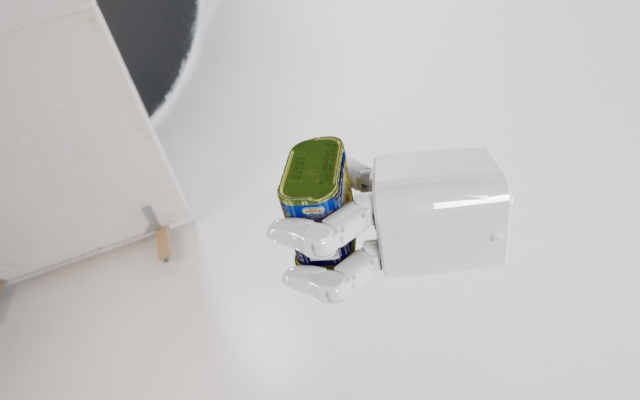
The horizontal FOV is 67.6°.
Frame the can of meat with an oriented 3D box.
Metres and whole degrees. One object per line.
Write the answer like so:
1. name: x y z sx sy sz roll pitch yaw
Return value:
1. can of meat: 0.000 0.001 0.442 0.057 0.084 0.102 -4 38 12
